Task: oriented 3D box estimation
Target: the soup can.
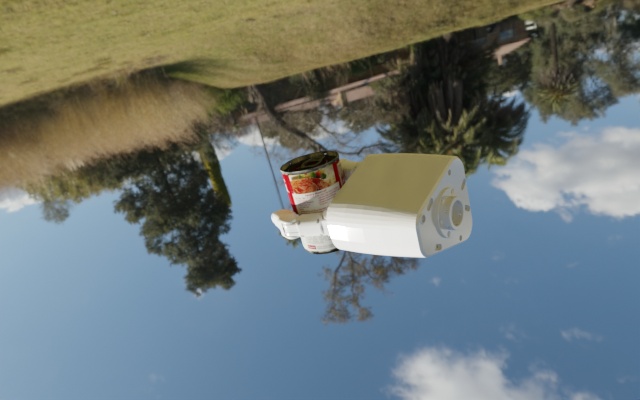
[{"bbox_3d":[0.000,0.002,0.550,0.068,0.102,0.068,-14,20,5],"label":"soup can"}]
